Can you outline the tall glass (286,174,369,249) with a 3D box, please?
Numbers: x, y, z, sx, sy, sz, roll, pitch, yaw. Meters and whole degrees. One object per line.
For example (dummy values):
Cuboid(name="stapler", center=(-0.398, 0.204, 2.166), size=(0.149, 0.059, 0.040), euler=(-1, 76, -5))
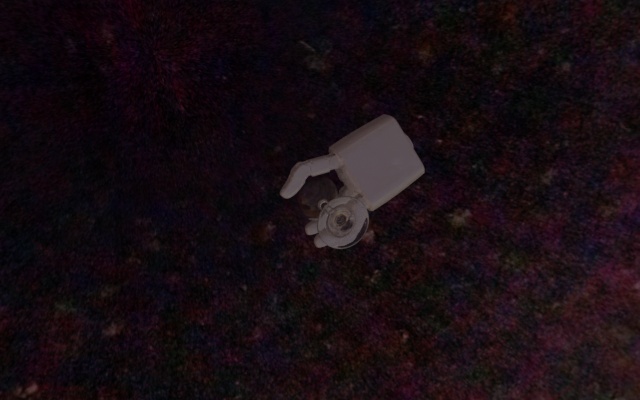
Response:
Cuboid(name="tall glass", center=(0.000, 0.003, 0.725), size=(0.079, 0.079, 0.201), euler=(0, 16, -19))
